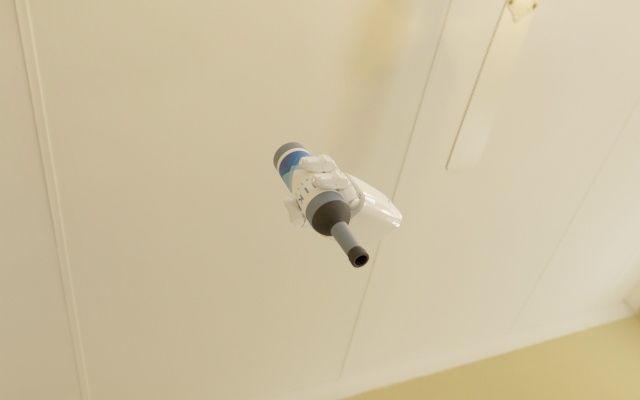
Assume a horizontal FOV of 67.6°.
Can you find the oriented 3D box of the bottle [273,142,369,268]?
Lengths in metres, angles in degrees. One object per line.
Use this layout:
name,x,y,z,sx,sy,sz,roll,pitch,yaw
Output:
bottle,0.000,0.002,0.771,0.069,0.069,0.295,0,33,-27
